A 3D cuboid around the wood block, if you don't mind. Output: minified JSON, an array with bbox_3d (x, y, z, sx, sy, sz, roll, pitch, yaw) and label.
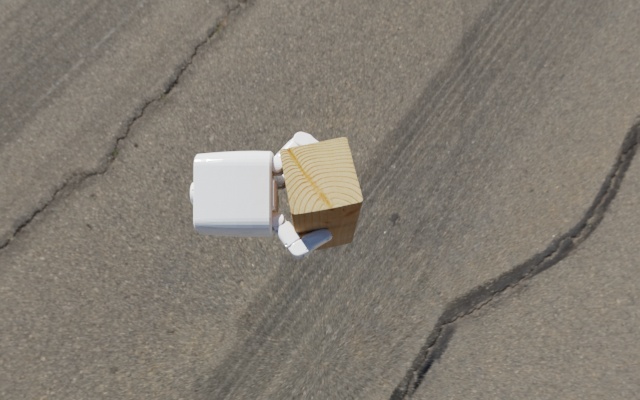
[{"bbox_3d":[0.000,0.003,0.681,0.090,0.090,0.206,-11,-18,-4],"label":"wood block"}]
